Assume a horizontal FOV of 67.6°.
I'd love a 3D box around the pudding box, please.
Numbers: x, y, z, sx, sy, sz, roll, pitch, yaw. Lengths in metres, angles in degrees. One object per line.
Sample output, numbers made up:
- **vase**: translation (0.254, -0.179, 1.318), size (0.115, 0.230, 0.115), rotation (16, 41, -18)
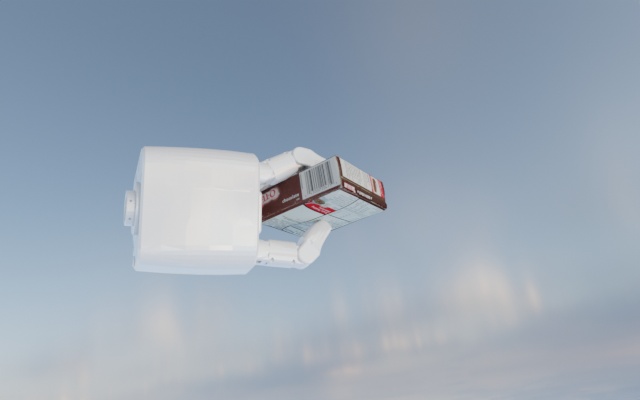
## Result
- **pudding box**: translation (0.000, 0.002, 0.510), size (0.113, 0.039, 0.090), rotation (-22, -27, 32)
